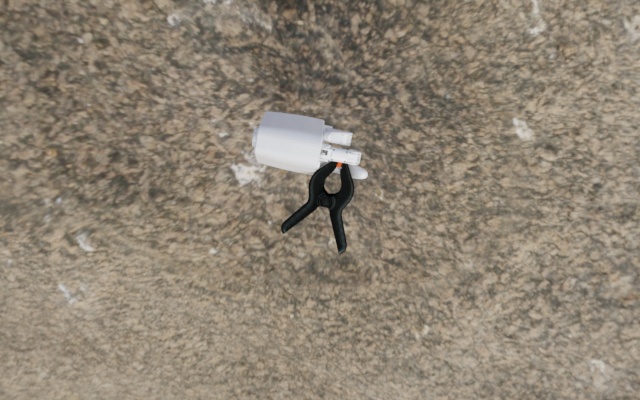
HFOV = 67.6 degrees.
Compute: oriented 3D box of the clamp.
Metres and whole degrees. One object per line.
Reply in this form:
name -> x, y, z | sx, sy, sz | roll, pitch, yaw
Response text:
clamp -> 0.000, 0.003, 0.828 | 0.120, 0.171, 0.039 | 10, 10, -3
